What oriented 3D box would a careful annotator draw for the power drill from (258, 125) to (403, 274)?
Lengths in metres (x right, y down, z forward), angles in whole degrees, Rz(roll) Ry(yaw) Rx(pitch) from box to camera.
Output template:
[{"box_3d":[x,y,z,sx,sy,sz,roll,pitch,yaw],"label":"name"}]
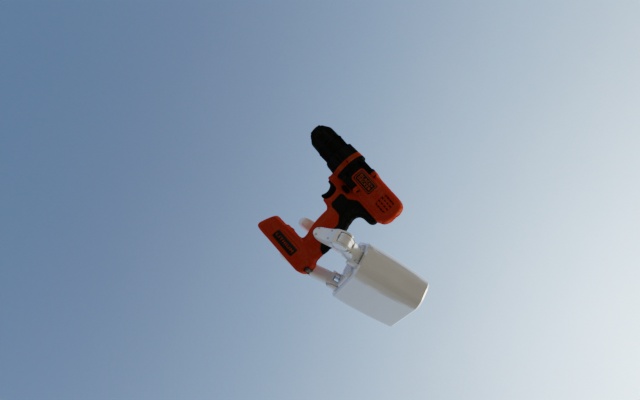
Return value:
[{"box_3d":[0.000,0.003,0.713,0.187,0.184,0.057,-42,-13,1],"label":"power drill"}]
